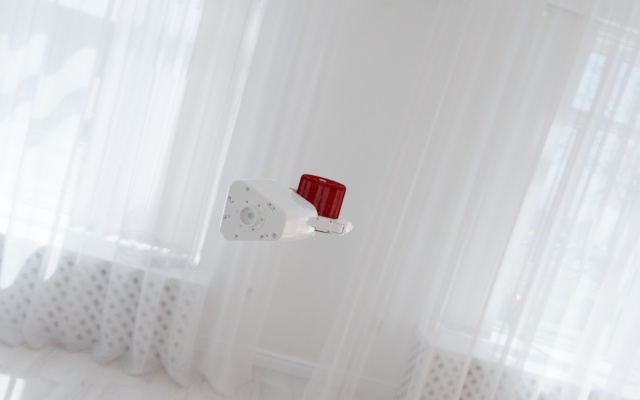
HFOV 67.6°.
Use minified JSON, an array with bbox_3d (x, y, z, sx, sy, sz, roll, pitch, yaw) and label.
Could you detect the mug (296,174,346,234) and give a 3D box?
[{"bbox_3d":[0.001,0.002,0.831,0.093,0.081,0.117,19,8,19],"label":"mug"}]
